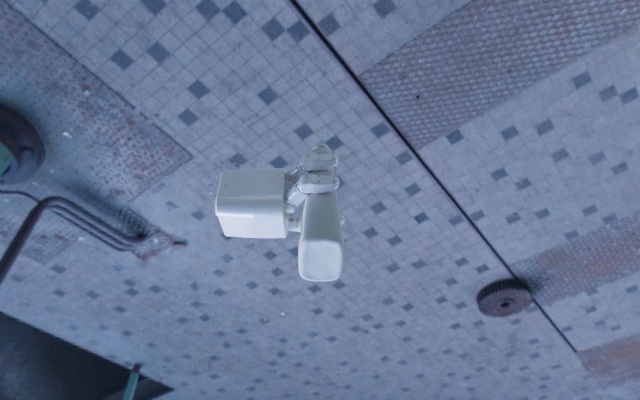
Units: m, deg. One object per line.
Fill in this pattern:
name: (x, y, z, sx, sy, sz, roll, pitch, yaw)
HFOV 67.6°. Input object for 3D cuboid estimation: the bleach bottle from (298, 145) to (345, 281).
bleach bottle: (0.000, 0.003, 0.782, 0.068, 0.103, 0.250, 1, 43, -2)
